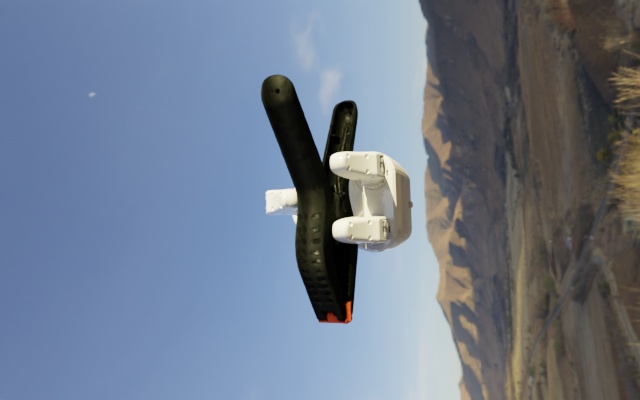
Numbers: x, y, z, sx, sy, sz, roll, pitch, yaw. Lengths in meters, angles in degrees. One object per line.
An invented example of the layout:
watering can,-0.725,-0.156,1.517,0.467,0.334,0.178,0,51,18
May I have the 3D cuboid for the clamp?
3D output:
clamp,-0.001,0.002,0.404,0.036,0.210,0.164,-4,-4,24
